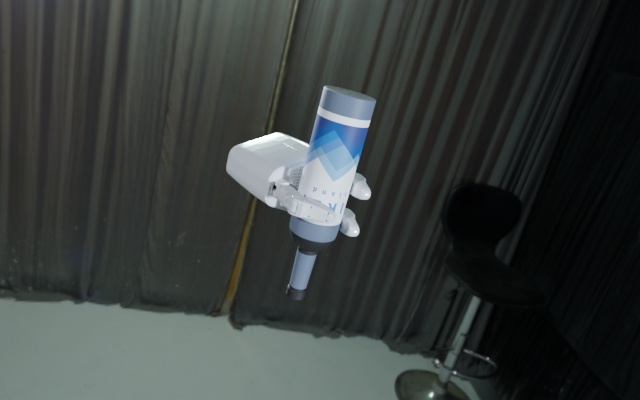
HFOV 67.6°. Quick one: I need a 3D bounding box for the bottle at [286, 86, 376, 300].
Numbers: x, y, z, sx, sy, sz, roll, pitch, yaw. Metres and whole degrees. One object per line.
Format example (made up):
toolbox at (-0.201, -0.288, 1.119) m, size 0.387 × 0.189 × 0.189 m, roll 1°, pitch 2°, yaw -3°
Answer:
bottle at (0.000, 0.002, 0.635) m, size 0.069 × 0.296 × 0.069 m, roll 13°, pitch 20°, yaw -5°
